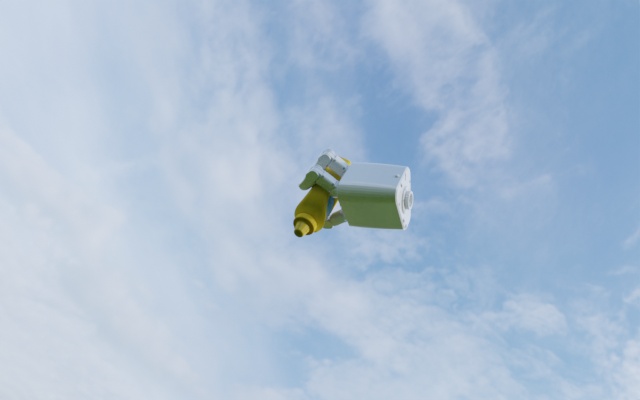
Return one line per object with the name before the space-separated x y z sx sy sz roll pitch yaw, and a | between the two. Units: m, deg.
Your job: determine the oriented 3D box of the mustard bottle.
mustard bottle | 0.000 0.003 0.878 0.058 0.096 0.191 25 42 8
